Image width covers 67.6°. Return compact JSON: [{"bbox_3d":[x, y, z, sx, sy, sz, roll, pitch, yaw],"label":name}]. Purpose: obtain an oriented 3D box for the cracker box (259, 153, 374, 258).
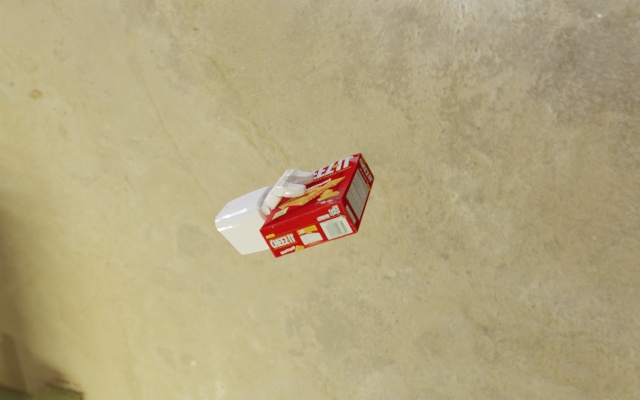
[{"bbox_3d":[0.000,0.003,0.883,0.164,0.072,0.213,-20,21,23],"label":"cracker box"}]
